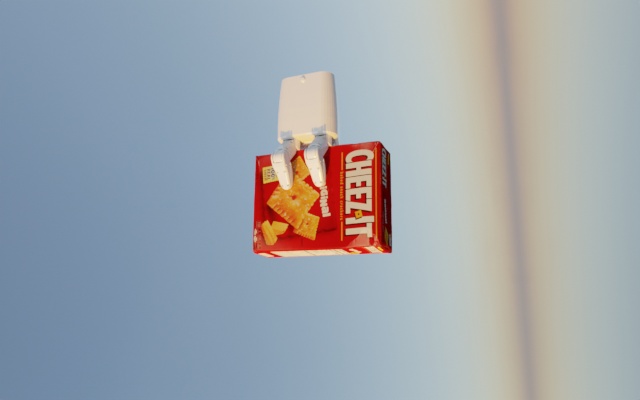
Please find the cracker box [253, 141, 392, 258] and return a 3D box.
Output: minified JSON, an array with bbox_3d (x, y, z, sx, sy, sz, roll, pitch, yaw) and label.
[{"bbox_3d":[0.000,0.003,0.754,0.214,0.164,0.072,-5,-15,22],"label":"cracker box"}]
